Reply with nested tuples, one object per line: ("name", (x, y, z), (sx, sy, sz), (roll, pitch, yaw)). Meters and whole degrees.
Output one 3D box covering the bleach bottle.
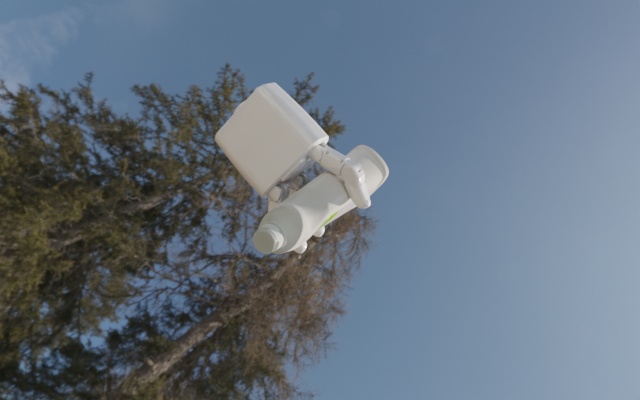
("bleach bottle", (0.000, 0.002, 0.621), (0.103, 0.068, 0.250), (-47, -8, 33))
